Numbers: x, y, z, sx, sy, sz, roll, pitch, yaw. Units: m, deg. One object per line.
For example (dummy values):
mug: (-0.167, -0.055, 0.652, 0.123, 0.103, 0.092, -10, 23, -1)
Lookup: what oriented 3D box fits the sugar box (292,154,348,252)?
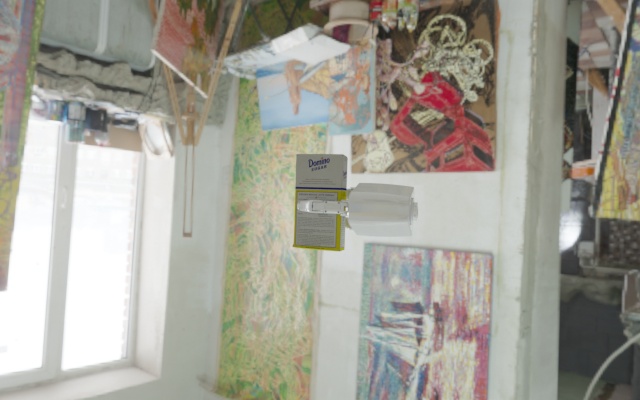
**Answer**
sugar box: (0.000, 0.003, 0.886, 0.093, 0.176, 0.048, 3, -2, 17)
